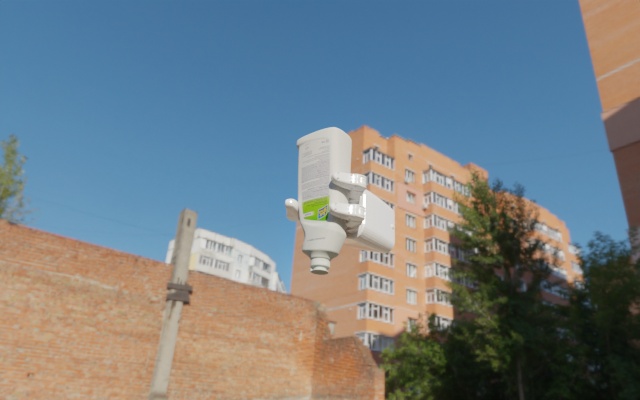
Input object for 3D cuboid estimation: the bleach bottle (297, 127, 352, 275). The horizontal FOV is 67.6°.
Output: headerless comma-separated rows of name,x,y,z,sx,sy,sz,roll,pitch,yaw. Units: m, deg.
bleach bottle,0.000,0.003,0.815,0.102,0.250,0.068,-16,-31,37
